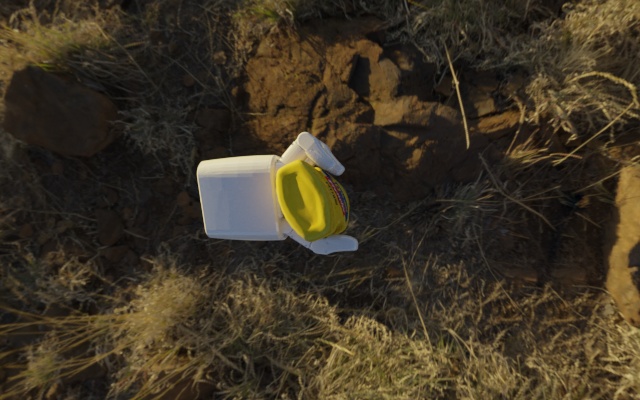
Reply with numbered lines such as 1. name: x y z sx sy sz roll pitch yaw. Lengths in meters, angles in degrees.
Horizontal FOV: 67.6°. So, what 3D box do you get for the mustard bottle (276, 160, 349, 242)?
1. mustard bottle: 0.000 0.002 0.640 0.058 0.096 0.191 -26 -7 11
